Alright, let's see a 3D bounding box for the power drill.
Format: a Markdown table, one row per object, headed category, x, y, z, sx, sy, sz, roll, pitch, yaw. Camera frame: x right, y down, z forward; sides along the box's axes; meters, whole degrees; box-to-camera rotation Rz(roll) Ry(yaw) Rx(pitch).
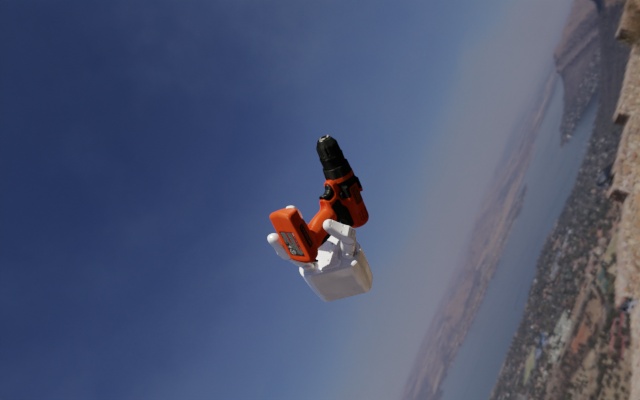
| category | x | y | z | sx | sy | sz | roll | pitch | yaw |
| --- | --- | --- | --- | --- | --- | --- | --- | --- | --- |
| power drill | 0.000 | 0.003 | 0.827 | 0.057 | 0.184 | 0.187 | -2 | 31 | 47 |
